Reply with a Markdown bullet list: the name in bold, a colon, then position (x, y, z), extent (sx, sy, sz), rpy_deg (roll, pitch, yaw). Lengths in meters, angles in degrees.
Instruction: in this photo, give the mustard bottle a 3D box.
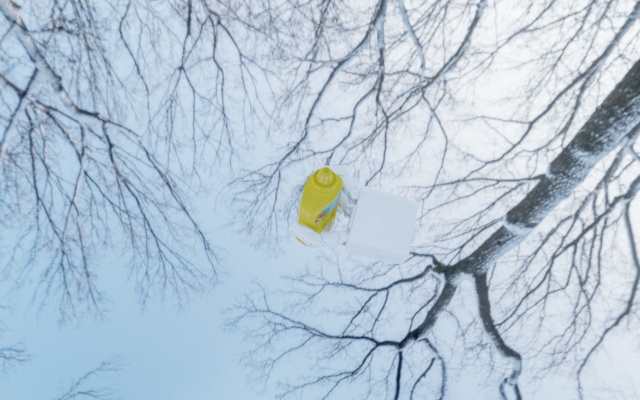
- **mustard bottle**: position (0.000, 0.003, 0.829), extent (0.058, 0.096, 0.192), rpy_deg (36, -28, 14)
